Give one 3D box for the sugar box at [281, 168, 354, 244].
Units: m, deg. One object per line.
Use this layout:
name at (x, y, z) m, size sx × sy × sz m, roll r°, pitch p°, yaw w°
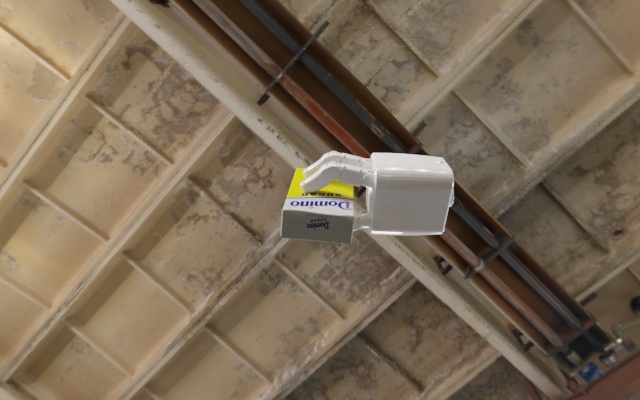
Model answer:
sugar box at (0.000, 0.002, 0.677) m, size 0.093 × 0.048 × 0.176 m, roll 5°, pitch 19°, yaw 0°
